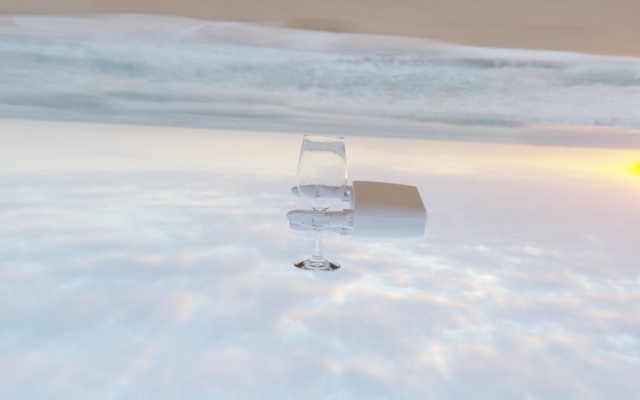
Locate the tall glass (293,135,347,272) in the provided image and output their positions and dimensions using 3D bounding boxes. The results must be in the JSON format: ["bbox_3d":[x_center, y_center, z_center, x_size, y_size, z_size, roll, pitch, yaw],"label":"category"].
[{"bbox_3d":[0.000,0.003,0.729,0.079,0.201,0.079,3,8,0],"label":"tall glass"}]
